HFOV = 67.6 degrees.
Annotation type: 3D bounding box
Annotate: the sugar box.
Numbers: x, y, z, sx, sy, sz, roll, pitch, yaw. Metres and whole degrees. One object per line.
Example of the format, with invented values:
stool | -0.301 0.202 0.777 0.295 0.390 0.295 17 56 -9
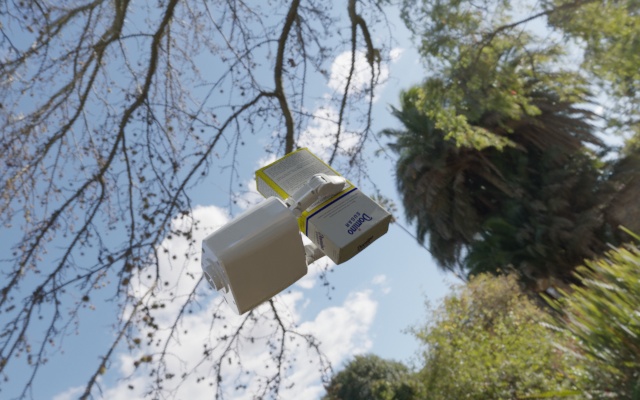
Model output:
sugar box | 0.000 0.002 0.648 0.093 0.048 0.176 -31 57 -28
